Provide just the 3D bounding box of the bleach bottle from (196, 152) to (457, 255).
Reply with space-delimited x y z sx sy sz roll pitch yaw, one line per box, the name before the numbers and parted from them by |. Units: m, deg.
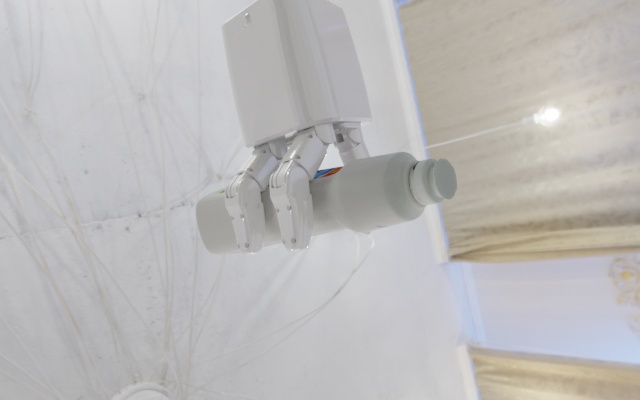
bleach bottle | 0.000 0.001 0.407 0.251 0.068 0.102 -11 5 44
